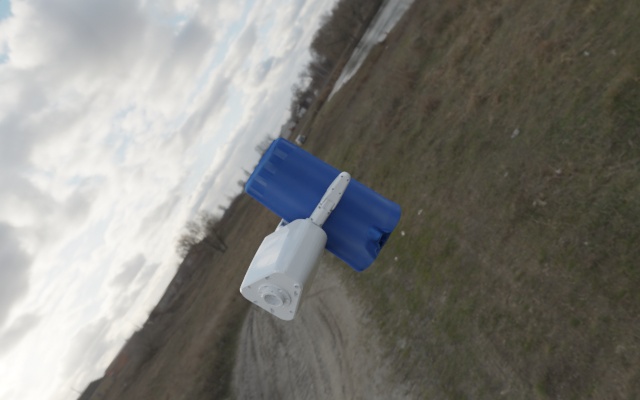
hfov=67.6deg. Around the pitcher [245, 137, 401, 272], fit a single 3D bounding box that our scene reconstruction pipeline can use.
[{"bbox_3d":[0.000,0.003,0.805,0.243,0.145,0.149,33,-46,-8],"label":"pitcher"}]
